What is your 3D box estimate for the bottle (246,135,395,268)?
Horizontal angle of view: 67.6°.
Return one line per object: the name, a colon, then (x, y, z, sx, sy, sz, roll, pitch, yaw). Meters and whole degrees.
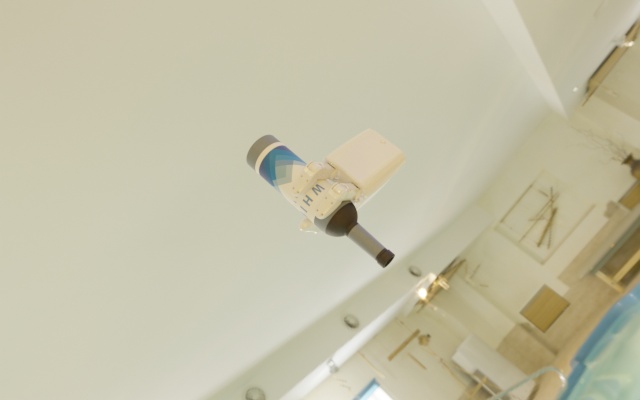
bottle: (0.000, 0.002, 0.770, 0.295, 0.069, 0.069, 41, 18, 22)
